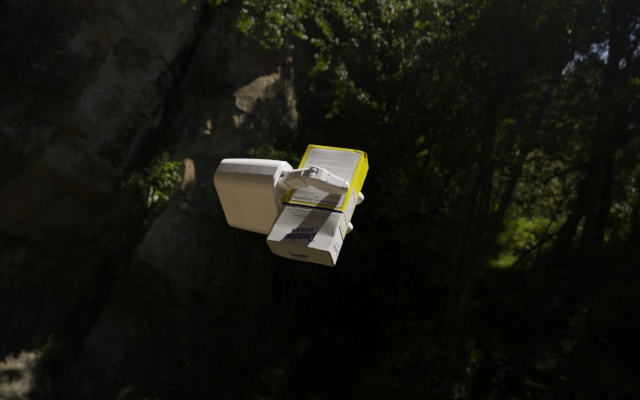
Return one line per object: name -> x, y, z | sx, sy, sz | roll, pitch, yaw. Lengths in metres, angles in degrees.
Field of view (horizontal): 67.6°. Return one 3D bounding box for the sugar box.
sugar box -> 0.000, 0.002, 0.675 | 0.093, 0.176, 0.048 | 9, -32, 21
